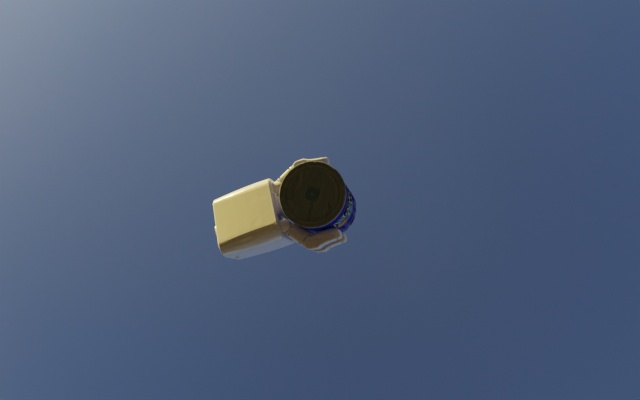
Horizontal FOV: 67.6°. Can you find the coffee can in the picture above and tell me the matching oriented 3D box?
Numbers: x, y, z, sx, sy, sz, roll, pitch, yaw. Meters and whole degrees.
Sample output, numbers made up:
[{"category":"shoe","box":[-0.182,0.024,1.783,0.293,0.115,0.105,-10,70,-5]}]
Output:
[{"category":"coffee can","box":[0.000,0.002,0.781,0.103,0.102,0.140,0,-10,11]}]
